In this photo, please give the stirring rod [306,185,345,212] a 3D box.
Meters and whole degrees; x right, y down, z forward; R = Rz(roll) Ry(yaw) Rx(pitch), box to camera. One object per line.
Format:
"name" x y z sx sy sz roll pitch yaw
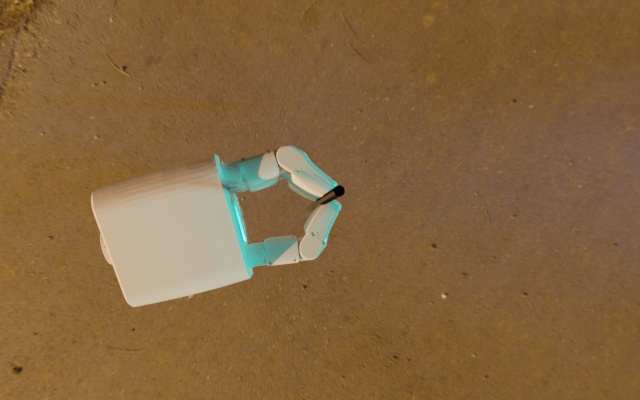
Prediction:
"stirring rod" 0.000 0.002 0.451 0.011 0.011 0.239 0 -4 -6
